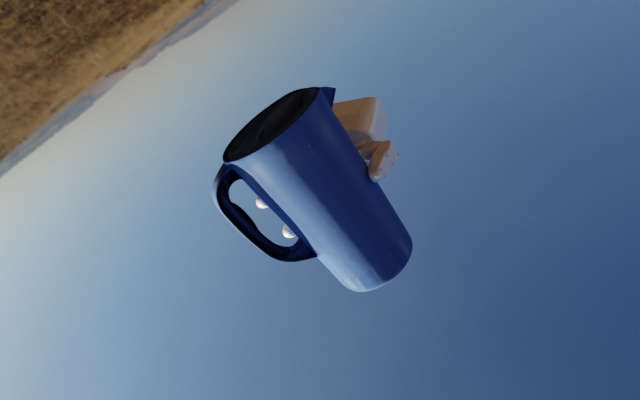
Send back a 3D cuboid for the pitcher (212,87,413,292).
[{"bbox_3d":[0.000,0.002,0.570,0.149,0.243,0.145,-23,28,29],"label":"pitcher"}]
